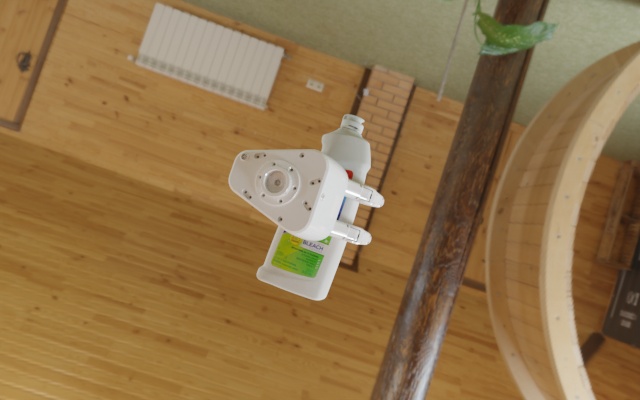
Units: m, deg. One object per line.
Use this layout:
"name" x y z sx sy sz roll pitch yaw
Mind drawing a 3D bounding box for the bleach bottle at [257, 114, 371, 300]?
"bleach bottle" 0.000 0.002 0.658 0.102 0.251 0.068 18 -2 14
